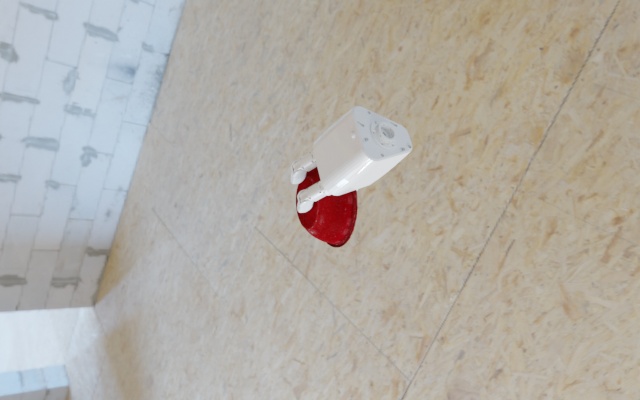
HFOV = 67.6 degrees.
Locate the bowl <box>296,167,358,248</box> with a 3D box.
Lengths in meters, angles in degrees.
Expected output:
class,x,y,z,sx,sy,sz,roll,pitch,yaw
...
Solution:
class,x,y,z,sx,sy,sz,roll,pitch,yaw
bowl,-0.001,0.004,0.824,0.055,0.162,0.162,-3,1,-26
